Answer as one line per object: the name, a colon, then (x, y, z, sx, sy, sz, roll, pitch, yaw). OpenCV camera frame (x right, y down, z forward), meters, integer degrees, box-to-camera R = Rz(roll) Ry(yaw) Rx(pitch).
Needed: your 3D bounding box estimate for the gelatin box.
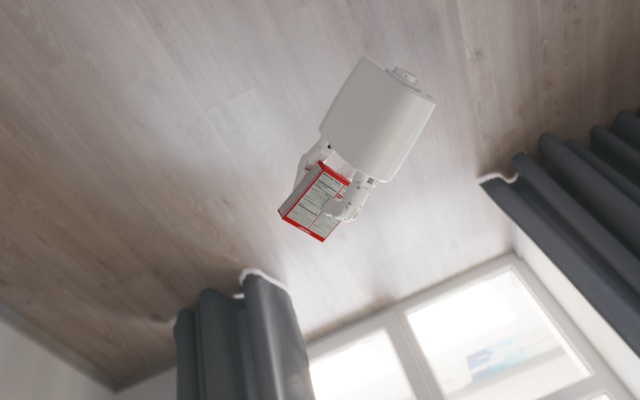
gelatin box: (0.000, 0.003, 0.625, 0.073, 0.089, 0.030, 32, 14, -32)
